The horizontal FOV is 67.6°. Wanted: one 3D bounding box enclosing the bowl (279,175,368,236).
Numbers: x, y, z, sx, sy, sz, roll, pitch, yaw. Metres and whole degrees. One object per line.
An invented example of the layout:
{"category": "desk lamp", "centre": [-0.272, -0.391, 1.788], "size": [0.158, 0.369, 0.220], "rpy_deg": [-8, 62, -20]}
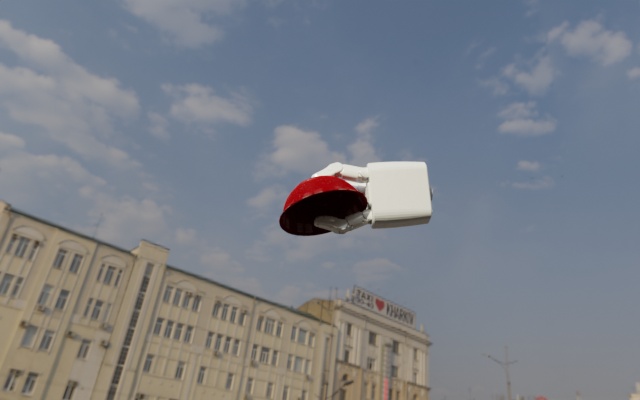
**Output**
{"category": "bowl", "centre": [-0.001, 0.003, 0.854], "size": [0.162, 0.055, 0.162], "rpy_deg": [-12, -28, -7]}
